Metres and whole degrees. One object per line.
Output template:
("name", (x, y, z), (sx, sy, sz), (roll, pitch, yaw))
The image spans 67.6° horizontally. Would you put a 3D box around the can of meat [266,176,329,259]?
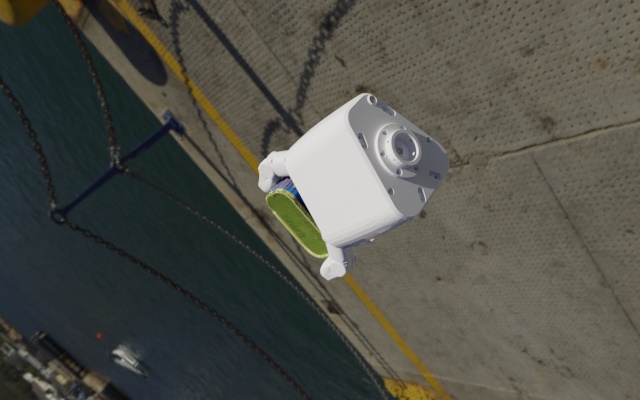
("can of meat", (0.000, 0.002, 0.536), (0.057, 0.102, 0.084), (-22, 23, 54))
